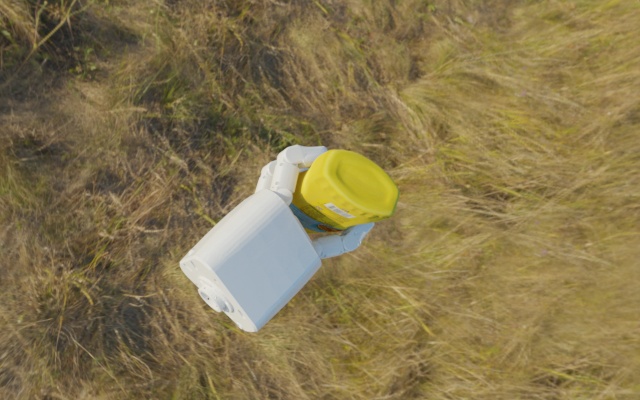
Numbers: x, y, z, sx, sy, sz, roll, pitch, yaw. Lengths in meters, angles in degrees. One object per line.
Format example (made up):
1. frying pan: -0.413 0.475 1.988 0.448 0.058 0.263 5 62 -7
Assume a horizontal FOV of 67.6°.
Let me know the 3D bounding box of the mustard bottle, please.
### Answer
1. mustard bottle: 0.000 0.002 0.563 0.096 0.058 0.192 28 -24 -21
